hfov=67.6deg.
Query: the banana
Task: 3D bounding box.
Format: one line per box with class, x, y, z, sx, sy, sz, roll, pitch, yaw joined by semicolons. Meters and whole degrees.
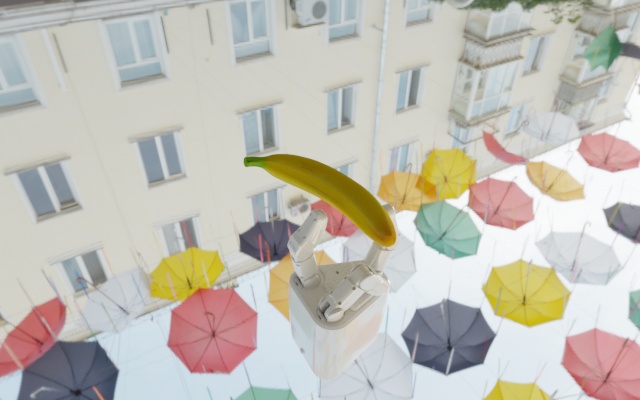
banana;0.008;-0.008;0.525;0.197;0.037;0.069;27;41;26
